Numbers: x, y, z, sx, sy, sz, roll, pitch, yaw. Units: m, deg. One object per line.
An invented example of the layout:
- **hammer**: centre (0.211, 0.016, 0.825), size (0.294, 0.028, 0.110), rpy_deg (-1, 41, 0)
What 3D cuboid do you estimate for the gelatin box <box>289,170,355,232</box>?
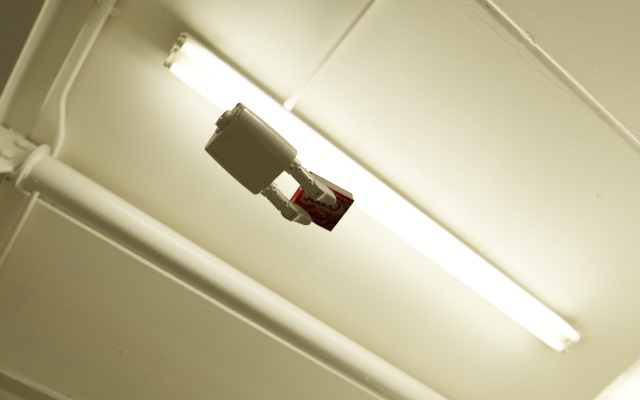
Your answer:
- **gelatin box**: centre (0.000, 0.002, 0.784), size (0.089, 0.073, 0.030), rpy_deg (27, 26, -20)
